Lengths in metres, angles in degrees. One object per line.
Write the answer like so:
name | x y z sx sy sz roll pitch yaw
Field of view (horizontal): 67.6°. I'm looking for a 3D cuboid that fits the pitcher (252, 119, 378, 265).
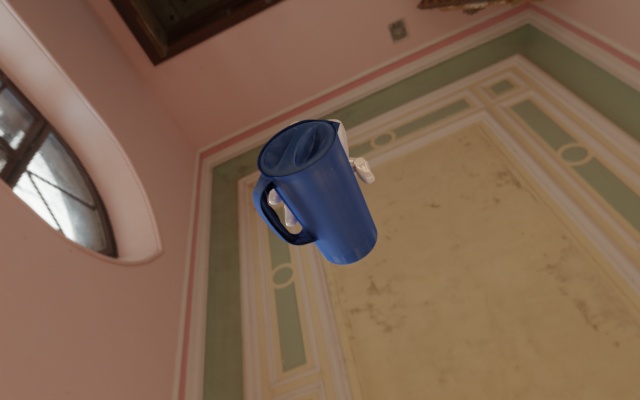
pitcher | 0.000 0.002 0.788 0.149 0.243 0.145 -17 39 16
